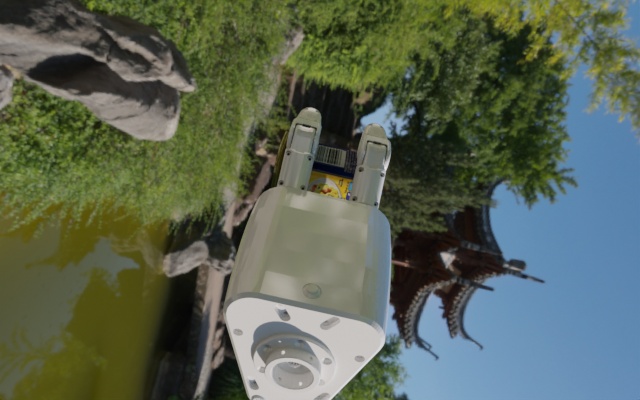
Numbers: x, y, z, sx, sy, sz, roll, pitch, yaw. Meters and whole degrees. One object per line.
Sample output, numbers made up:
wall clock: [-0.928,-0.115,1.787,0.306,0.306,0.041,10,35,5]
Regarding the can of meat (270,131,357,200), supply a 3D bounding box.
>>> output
can of meat: [0.000,0.001,0.407,0.084,0.102,0.057,13,31,-1]
